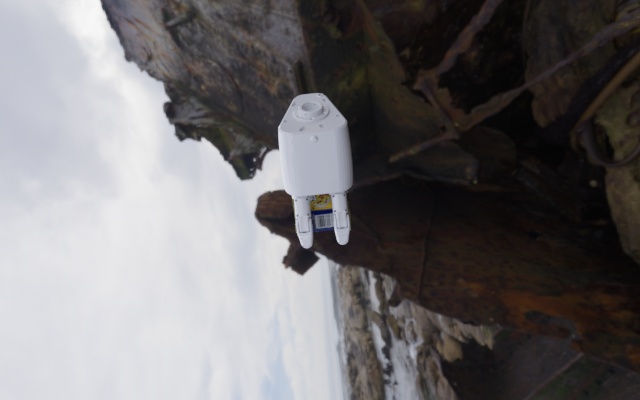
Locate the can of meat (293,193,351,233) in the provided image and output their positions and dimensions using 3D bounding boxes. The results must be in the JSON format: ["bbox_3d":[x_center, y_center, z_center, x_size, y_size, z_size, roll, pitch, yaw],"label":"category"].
[{"bbox_3d":[0.000,0.002,0.747,0.084,0.057,0.102,-6,44,0],"label":"can of meat"}]
